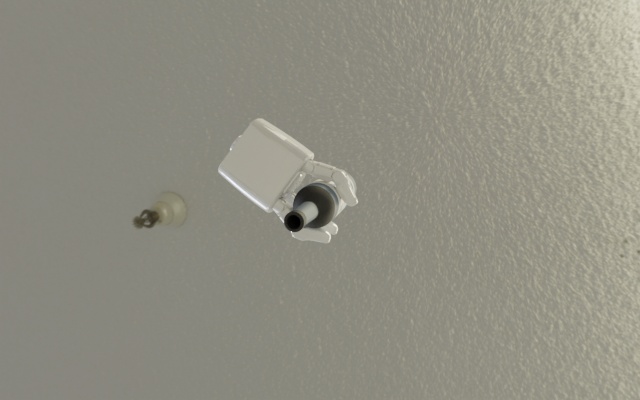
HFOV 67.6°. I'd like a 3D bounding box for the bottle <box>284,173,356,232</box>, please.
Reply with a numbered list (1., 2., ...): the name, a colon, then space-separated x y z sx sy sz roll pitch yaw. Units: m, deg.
1. bottle: 0.000 0.002 0.751 0.069 0.069 0.295 0 10 14
